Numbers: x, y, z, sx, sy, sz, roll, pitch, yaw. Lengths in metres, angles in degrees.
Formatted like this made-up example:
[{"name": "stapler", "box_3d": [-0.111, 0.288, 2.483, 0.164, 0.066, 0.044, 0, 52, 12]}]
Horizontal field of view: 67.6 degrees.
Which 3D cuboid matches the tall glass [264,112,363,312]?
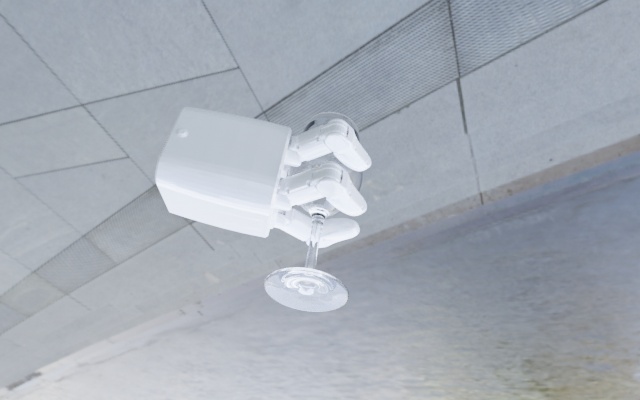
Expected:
[{"name": "tall glass", "box_3d": [0.000, 0.002, 0.472, 0.079, 0.201, 0.079, 6, -38, 5]}]
